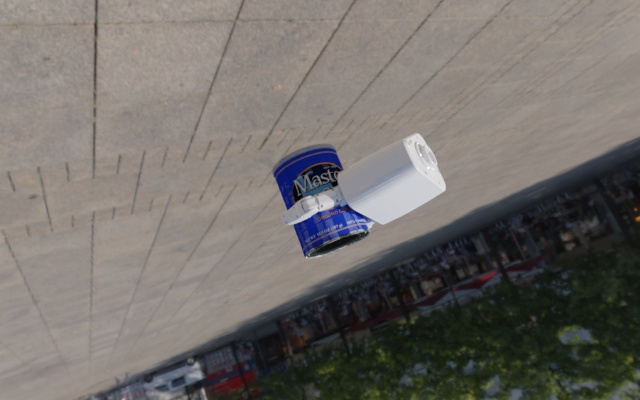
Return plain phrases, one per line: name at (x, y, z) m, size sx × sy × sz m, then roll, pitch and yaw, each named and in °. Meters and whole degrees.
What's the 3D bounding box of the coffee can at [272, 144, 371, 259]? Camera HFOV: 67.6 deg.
coffee can at (0.000, 0.002, 0.704) m, size 0.103 × 0.140 × 0.103 m, roll -21°, pitch -14°, yaw -6°
